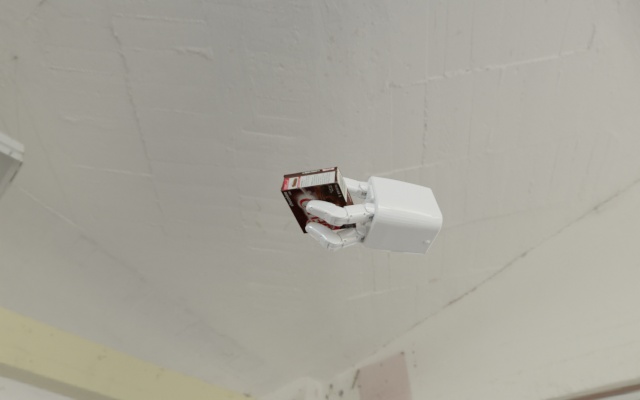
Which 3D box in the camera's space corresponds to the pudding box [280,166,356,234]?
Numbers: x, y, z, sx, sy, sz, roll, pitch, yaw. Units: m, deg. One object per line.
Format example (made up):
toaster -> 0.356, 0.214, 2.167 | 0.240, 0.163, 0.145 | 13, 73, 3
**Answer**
pudding box -> 0.000, 0.002, 0.739 | 0.090, 0.039, 0.114 | -9, -44, 16
